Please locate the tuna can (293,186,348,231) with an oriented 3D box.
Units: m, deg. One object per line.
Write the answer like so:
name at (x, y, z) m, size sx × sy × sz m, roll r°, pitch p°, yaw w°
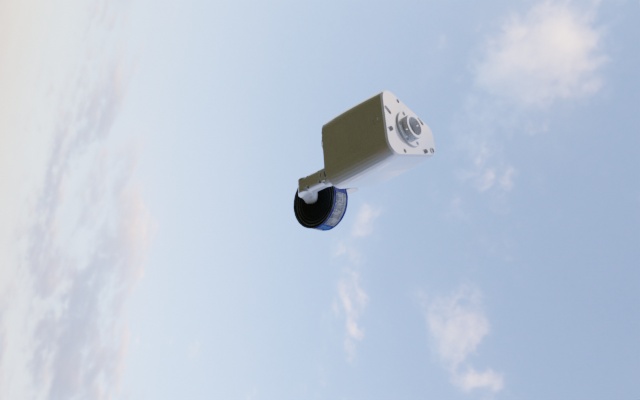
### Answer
tuna can at (0.000, 0.002, 0.721) m, size 0.086 × 0.086 × 0.034 m, roll 0°, pitch -11°, yaw 45°
